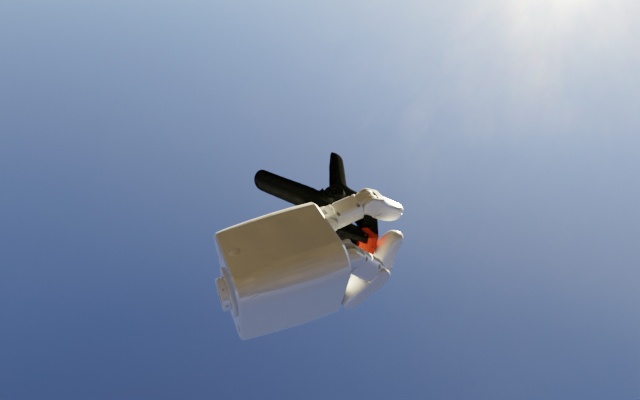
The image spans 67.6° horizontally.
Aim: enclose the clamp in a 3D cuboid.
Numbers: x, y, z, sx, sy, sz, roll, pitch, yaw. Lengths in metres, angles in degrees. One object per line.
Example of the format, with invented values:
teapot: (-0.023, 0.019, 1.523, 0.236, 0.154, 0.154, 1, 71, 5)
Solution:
clamp: (0.000, 0.002, 0.545, 0.120, 0.039, 0.171, -15, 40, -18)
